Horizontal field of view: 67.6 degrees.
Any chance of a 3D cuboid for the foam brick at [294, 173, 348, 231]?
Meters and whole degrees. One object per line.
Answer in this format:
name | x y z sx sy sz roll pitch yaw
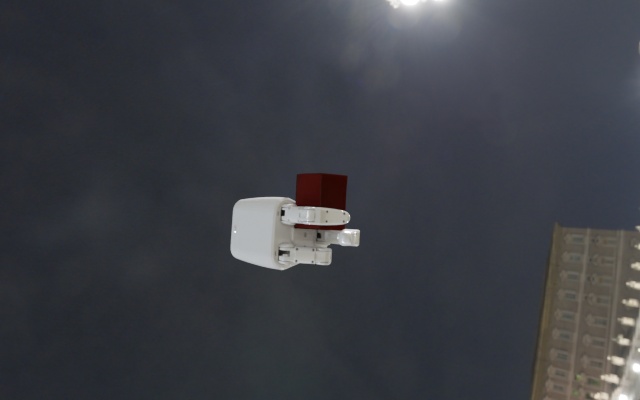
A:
foam brick | 0.000 0.002 0.659 0.053 0.078 0.051 5 -3 -44
